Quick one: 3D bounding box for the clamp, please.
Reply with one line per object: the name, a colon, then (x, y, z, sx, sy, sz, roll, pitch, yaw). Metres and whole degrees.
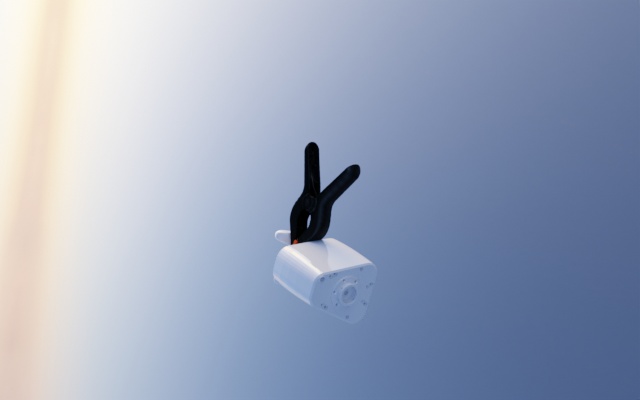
clamp: (0.000, 0.002, 0.726, 0.039, 0.171, 0.120, 7, 10, -36)
